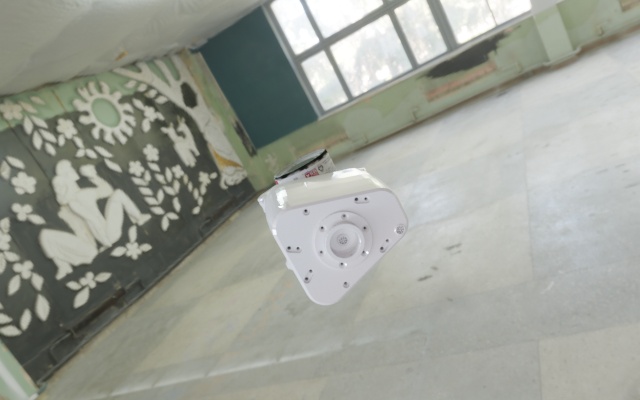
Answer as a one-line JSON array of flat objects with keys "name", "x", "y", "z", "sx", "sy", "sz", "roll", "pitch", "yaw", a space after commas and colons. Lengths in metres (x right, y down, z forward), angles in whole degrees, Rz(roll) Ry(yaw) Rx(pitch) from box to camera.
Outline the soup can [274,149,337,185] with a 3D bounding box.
[{"name": "soup can", "x": 0.000, "y": 0.001, "z": 0.538, "sx": 0.068, "sy": 0.102, "sz": 0.068, "roll": -27, "pitch": 13, "yaw": 7}]
